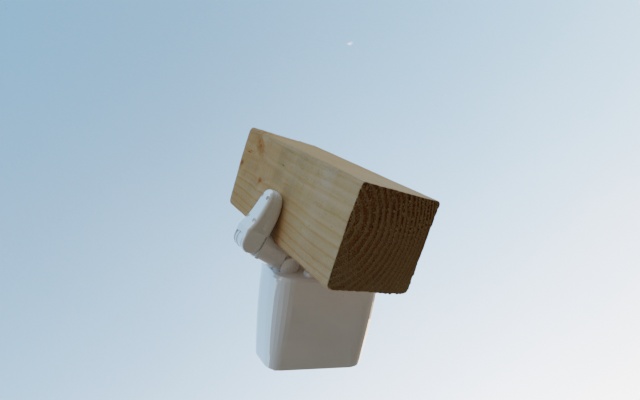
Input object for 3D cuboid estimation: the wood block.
[{"bbox_3d":[0.000,0.002,0.463,0.091,0.090,0.206,11,12,-36],"label":"wood block"}]
